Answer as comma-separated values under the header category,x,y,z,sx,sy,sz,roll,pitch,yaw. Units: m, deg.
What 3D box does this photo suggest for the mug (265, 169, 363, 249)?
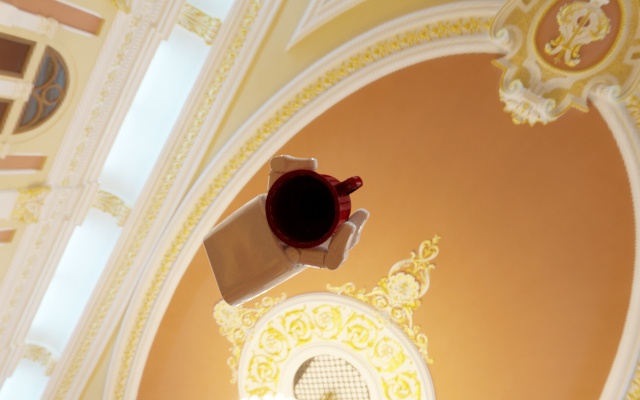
category,x,y,z,sx,sy,sz,roll,pitch,yaw
mug,0.001,0.001,0.587,0.117,0.093,0.081,-32,-7,17
